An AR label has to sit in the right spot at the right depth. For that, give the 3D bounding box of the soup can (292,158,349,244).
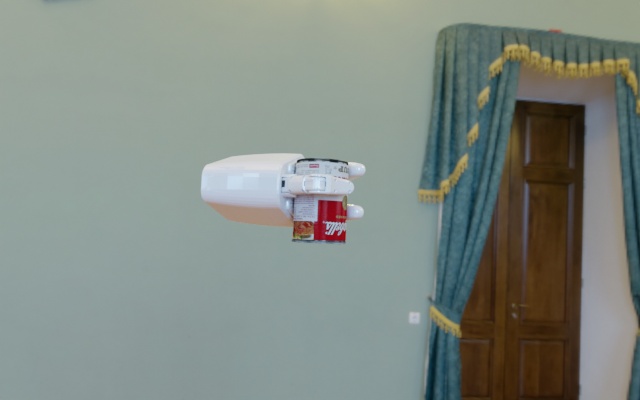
[{"bbox_3d":[0.001,0.002,0.597,0.068,0.102,0.068,3,-3,0],"label":"soup can"}]
